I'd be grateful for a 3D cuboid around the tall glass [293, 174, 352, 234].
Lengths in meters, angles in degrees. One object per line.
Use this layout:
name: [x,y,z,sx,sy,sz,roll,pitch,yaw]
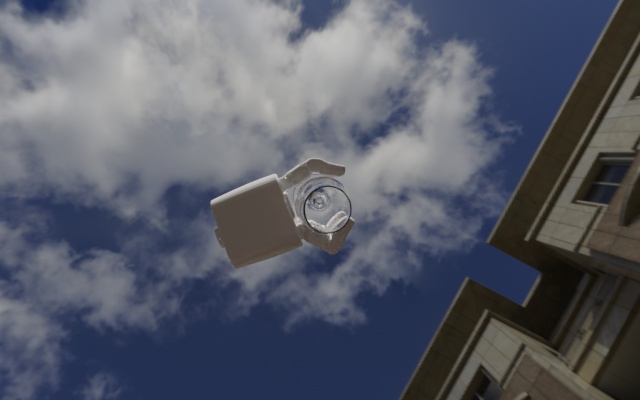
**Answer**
tall glass: [0.000,0.002,0.700,0.079,0.079,0.201,0,5,-5]
